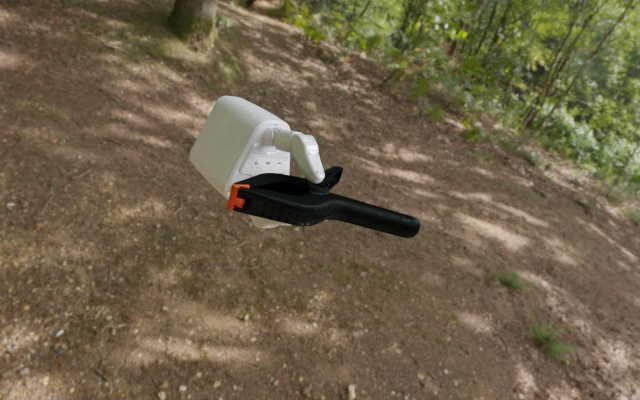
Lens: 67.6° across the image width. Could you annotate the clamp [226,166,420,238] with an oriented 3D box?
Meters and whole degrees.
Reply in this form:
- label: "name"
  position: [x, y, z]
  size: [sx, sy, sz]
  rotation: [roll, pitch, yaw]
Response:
- label: "clamp"
  position: [0.000, 0.001, 0.528]
  size: [0.210, 0.036, 0.164]
  rotation: [-3, 28, -44]
